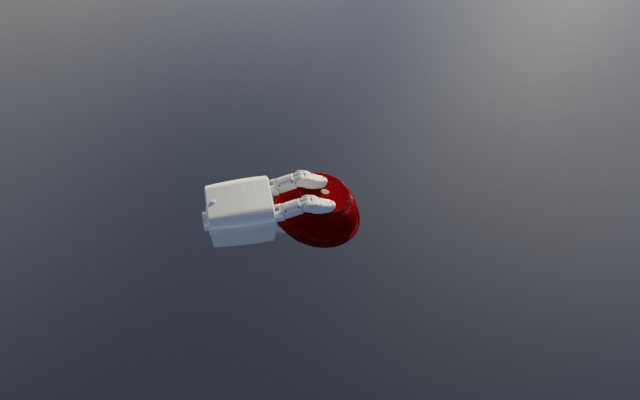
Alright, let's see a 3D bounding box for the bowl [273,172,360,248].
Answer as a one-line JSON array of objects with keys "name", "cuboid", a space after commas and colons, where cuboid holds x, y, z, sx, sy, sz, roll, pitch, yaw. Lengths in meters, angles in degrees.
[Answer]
[{"name": "bowl", "cuboid": [0.001, 0.002, 0.841, 0.162, 0.162, 0.055, 0, -40, -19]}]
